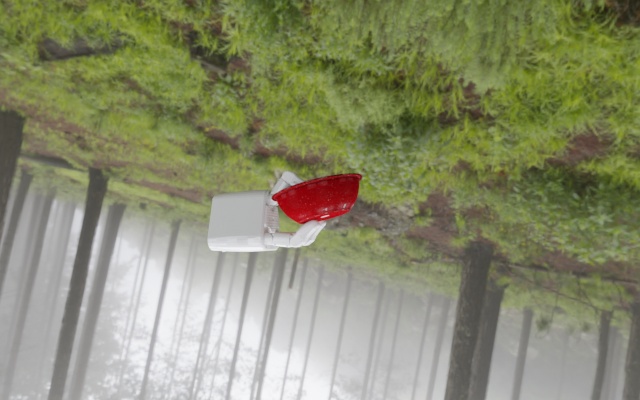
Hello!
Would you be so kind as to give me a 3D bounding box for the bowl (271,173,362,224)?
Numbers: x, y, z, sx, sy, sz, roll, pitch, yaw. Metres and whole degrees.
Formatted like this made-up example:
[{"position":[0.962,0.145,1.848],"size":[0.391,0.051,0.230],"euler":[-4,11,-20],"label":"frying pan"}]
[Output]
[{"position":[0.001,0.003,0.819],"size":[0.162,0.055,0.162],"euler":[-14,-9,-2],"label":"bowl"}]
